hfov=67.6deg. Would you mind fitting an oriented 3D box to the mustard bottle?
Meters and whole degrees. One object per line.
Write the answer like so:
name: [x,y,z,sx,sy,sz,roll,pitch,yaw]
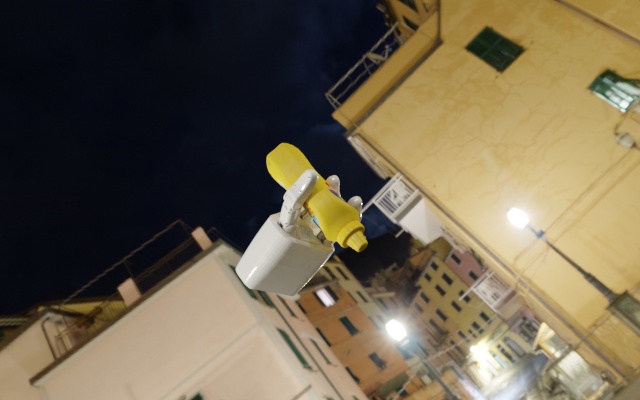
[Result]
mustard bottle: [0.000,0.002,0.691,0.058,0.191,0.096,-40,-28,-4]
